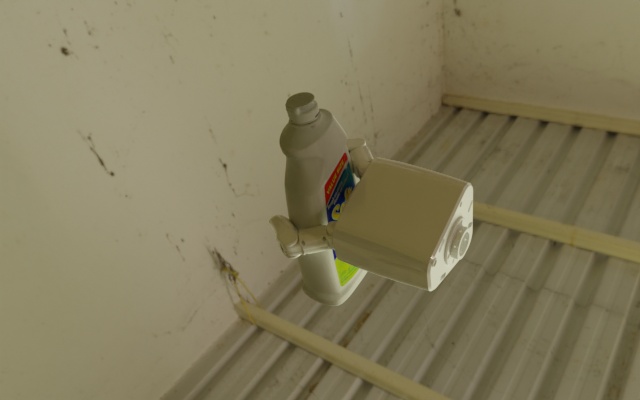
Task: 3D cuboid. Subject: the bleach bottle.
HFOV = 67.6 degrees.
[{"bbox_3d":[0.000,0.002,0.531,0.068,0.251,0.102,18,50,33],"label":"bleach bottle"}]
